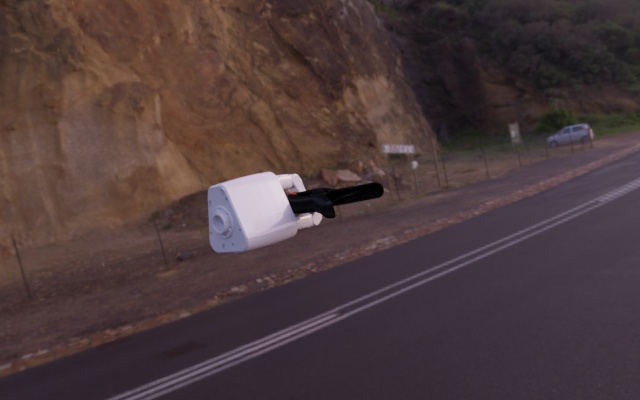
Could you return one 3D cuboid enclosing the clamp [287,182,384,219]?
[{"bbox_3d":[0.000,0.002,0.745,0.171,0.039,0.120,-8,6,41],"label":"clamp"}]
